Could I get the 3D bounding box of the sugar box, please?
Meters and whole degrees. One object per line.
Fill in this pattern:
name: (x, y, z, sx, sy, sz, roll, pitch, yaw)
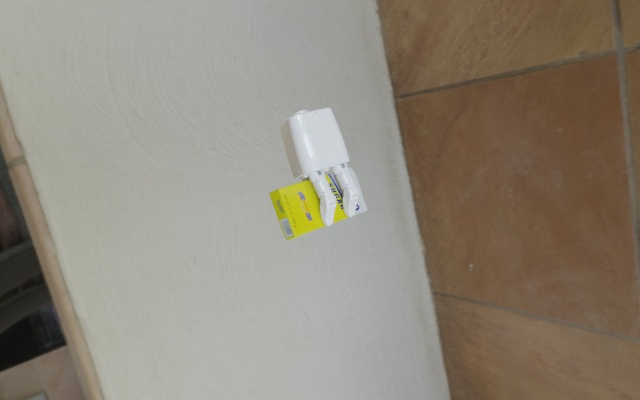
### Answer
sugar box: (0.000, 0.003, 0.890, 0.176, 0.093, 0.048, -19, 0, -32)
